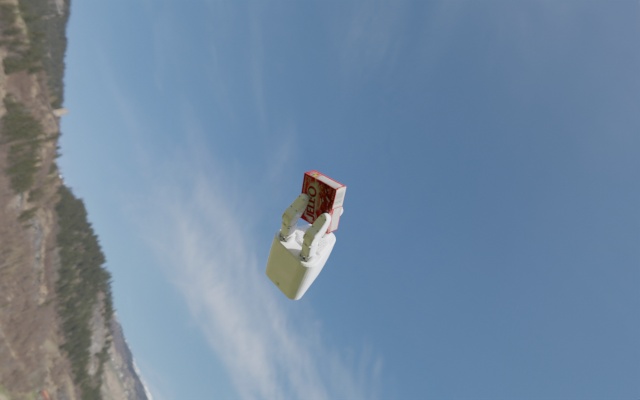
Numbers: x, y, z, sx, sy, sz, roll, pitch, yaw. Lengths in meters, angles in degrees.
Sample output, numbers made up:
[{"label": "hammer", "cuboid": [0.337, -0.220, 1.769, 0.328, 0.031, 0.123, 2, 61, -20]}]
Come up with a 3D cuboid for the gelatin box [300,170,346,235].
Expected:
[{"label": "gelatin box", "cuboid": [0.000, 0.002, 0.818, 0.073, 0.089, 0.030, 30, 33, 32]}]
